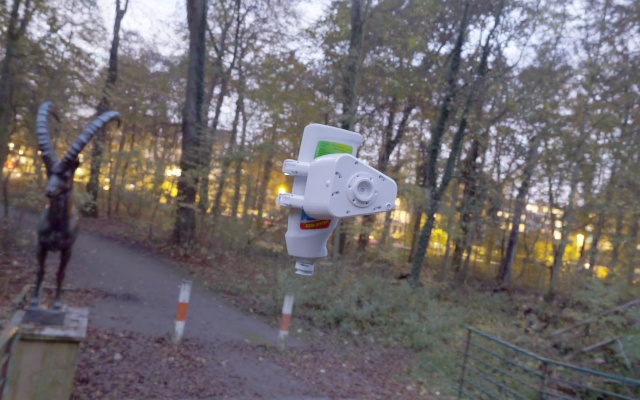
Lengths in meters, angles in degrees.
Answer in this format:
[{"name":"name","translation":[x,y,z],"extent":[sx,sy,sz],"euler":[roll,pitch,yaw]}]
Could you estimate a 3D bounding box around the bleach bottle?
[{"name":"bleach bottle","translation":[0.000,0.003,0.818],"extent":[0.102,0.251,0.068],"euler":[11,-3,-19]}]
